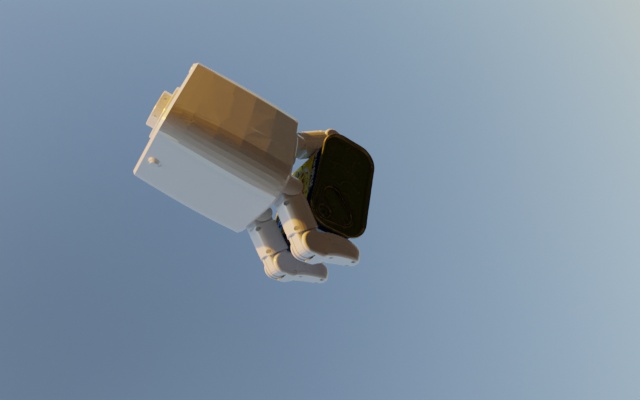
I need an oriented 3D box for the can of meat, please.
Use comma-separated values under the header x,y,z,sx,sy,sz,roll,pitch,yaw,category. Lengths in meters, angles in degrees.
x,y,z,sx,sy,sz,roll,pitch,yaw,category
0.000,0.002,0.454,0.057,0.102,0.084,27,-38,-21,can of meat
